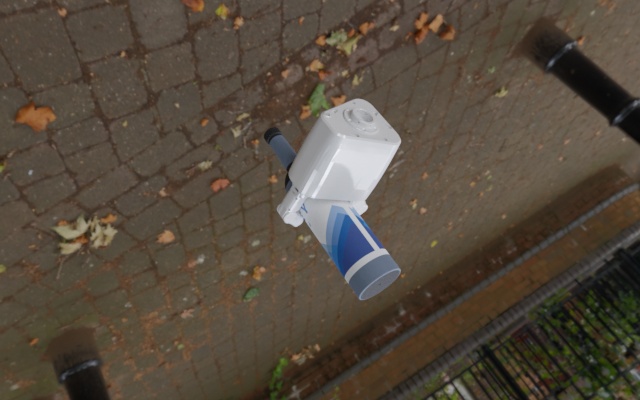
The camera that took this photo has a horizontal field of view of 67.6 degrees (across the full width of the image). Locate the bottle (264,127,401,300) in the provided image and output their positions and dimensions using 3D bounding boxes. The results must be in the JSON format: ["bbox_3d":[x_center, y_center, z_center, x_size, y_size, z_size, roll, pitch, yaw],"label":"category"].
[{"bbox_3d":[0.000,0.002,0.683,0.069,0.295,0.069,-28,-27,-16],"label":"bottle"}]
